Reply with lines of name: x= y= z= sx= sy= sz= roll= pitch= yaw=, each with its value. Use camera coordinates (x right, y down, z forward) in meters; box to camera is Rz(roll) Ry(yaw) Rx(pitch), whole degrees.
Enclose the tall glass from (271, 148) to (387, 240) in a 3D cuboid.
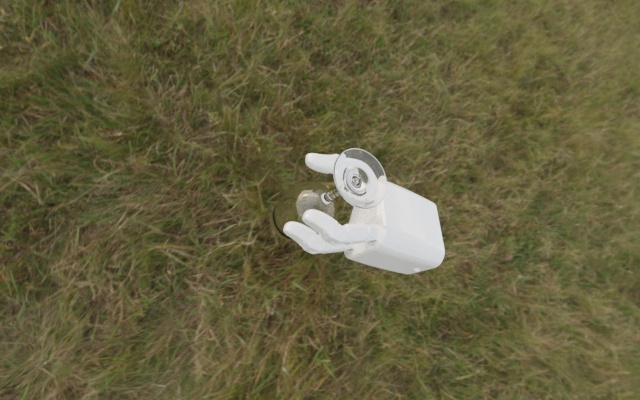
tall glass: x=0.000 y=0.002 z=0.637 sx=0.079 sy=0.079 sz=0.201 roll=0 pitch=-16 yaw=-30
